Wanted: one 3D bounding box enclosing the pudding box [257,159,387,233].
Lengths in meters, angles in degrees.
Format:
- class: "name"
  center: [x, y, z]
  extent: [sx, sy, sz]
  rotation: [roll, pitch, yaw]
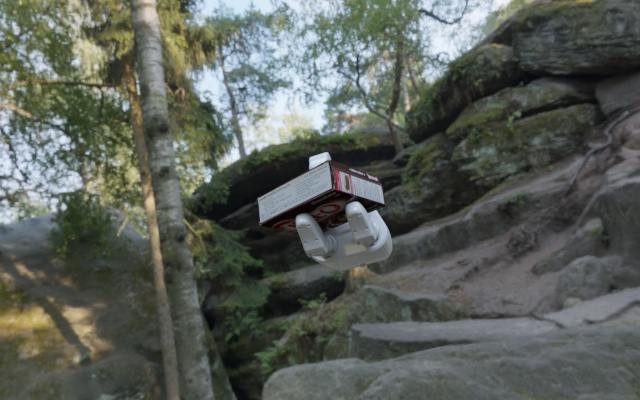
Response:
- class: "pudding box"
  center: [0.000, 0.002, 0.524]
  extent: [0.113, 0.039, 0.090]
  rotation: [-28, -27, 35]
